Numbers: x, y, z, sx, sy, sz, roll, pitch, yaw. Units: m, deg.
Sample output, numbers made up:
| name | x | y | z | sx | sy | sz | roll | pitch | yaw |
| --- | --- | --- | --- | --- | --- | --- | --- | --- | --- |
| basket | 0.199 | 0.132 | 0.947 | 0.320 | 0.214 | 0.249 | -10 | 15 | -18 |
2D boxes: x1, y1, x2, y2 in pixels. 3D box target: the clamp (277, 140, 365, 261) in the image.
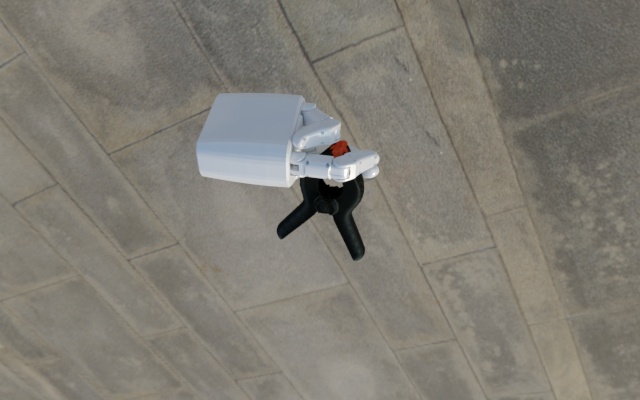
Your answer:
| name | x | y | z | sx | sy | sz | roll | pitch | yaw |
| --- | --- | --- | --- | --- | --- | --- | --- | --- | --- |
| clamp | 0.000 | 0.002 | 0.596 | 0.120 | 0.172 | 0.039 | 5 | 35 | 7 |
